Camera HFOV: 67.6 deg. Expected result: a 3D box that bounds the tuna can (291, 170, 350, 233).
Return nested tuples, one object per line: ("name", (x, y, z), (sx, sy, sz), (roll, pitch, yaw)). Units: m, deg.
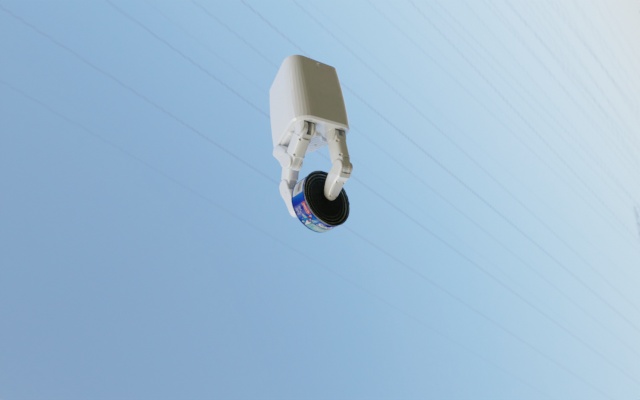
("tuna can", (0.000, 0.003, 0.688), (0.086, 0.086, 0.034), (0, -23, -44))
